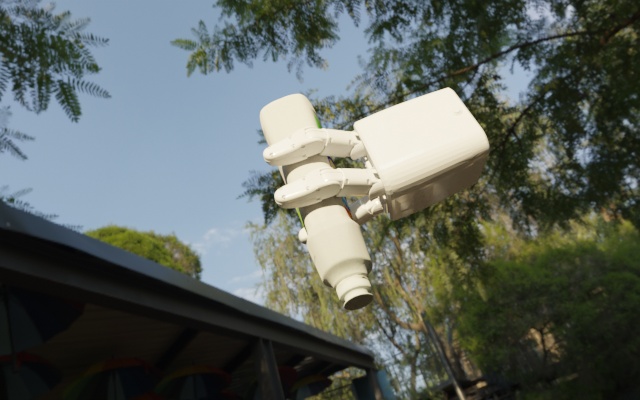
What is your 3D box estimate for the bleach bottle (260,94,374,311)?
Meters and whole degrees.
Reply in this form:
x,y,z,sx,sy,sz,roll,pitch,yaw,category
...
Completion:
x,y,z,sx,sy,sz,roll,pitch,yaw,category
0.000,0.002,0.504,0.068,0.250,0.103,-22,-37,2,bleach bottle
